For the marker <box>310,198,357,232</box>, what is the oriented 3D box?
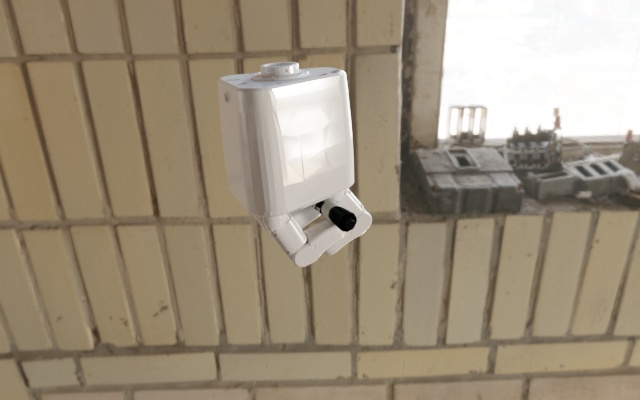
[{"bbox_3d":[0.000,0.002,0.465,0.020,0.020,0.121,0,19,-27],"label":"marker"}]
